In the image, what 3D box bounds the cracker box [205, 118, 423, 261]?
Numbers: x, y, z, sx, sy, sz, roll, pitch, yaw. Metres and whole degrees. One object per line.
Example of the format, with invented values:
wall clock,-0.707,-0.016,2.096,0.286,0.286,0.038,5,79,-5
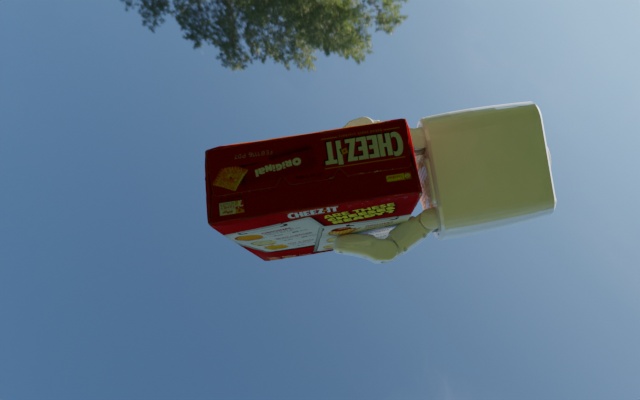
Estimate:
cracker box,0.000,0.002,0.463,0.164,0.072,0.214,-9,-15,3
